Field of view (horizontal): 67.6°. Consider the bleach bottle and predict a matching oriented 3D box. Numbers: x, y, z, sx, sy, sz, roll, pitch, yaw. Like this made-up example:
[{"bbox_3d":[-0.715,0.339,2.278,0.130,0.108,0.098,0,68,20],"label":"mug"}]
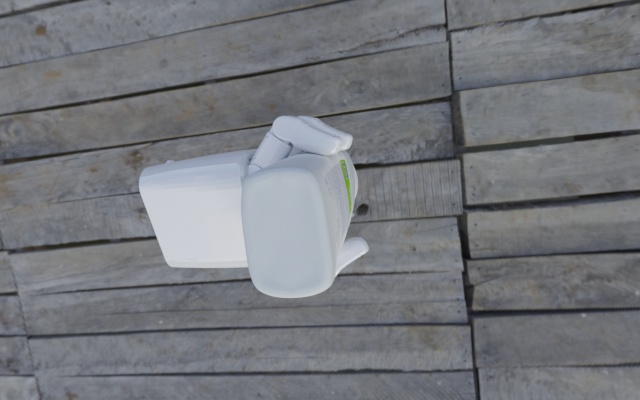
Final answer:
[{"bbox_3d":[0.000,0.001,0.463,0.068,0.102,0.251,-5,9,13],"label":"bleach bottle"}]
